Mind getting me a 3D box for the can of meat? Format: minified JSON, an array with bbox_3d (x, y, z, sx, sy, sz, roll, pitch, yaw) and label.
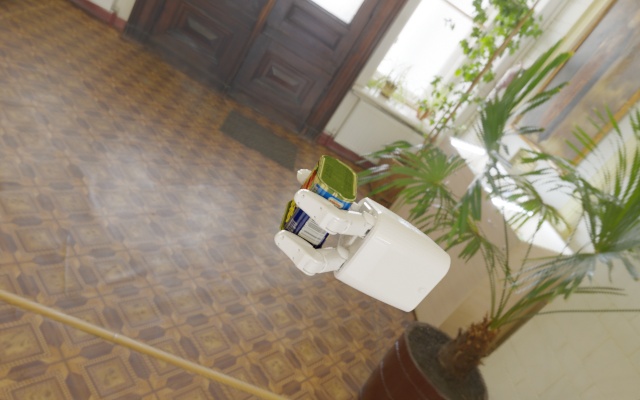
[{"bbox_3d":[0.000,0.002,0.573,0.057,0.084,0.102,31,24,-10],"label":"can of meat"}]
